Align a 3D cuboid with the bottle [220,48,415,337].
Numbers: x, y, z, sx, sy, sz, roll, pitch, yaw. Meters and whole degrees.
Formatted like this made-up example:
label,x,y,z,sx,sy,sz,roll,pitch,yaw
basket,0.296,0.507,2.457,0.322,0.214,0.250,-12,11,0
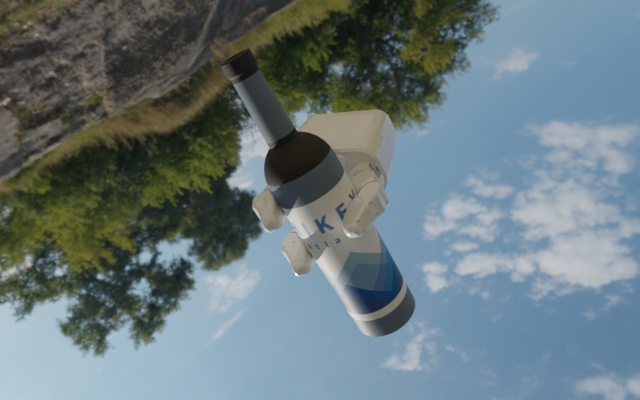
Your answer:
label,x,y,z,sx,sy,sz,roll,pitch,yaw
bottle,0.000,0.002,0.439,0.069,0.296,0.069,-25,25,12
